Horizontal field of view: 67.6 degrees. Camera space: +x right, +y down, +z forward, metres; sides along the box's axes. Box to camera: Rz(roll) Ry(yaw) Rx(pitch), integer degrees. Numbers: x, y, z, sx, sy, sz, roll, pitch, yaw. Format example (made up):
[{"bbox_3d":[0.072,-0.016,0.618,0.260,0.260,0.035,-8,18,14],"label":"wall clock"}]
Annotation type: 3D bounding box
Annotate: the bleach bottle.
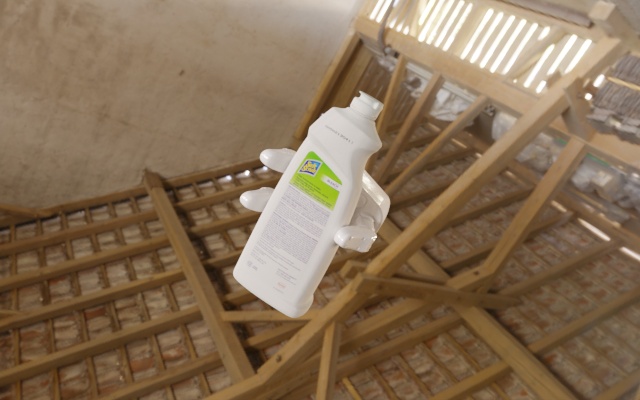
[{"bbox_3d":[0.000,0.002,0.530,0.102,0.251,0.068,32,17,7],"label":"bleach bottle"}]
